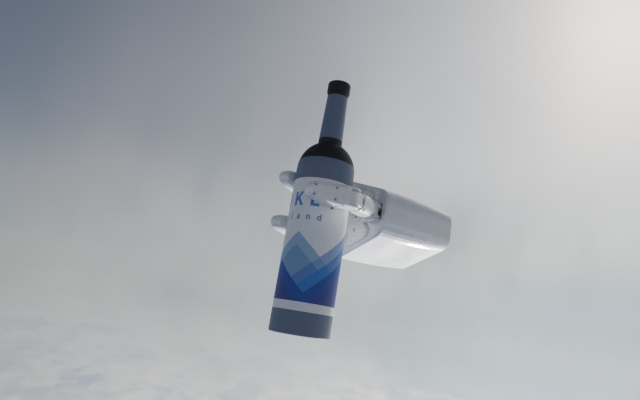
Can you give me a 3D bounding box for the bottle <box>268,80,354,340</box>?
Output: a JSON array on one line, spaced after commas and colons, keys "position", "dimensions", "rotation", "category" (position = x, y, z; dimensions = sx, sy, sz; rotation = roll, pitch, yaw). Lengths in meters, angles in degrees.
[{"position": [0.000, 0.002, 0.542], "dimensions": [0.069, 0.295, 0.069], "rotation": [9, -14, 2], "category": "bottle"}]
